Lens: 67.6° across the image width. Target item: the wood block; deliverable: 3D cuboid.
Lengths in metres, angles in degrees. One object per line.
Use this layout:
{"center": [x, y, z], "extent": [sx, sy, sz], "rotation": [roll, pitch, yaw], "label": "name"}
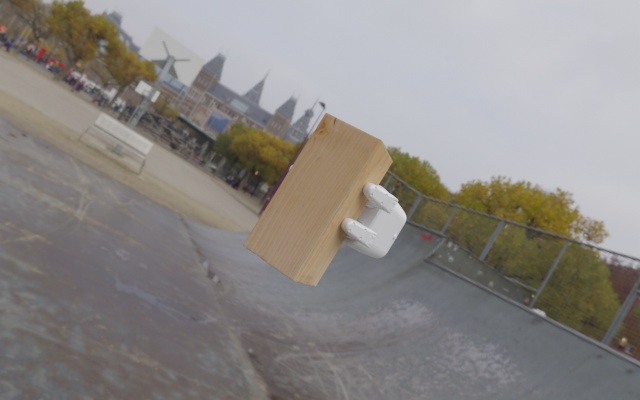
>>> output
{"center": [0.000, 0.002, 0.646], "extent": [0.091, 0.206, 0.090], "rotation": [31, -3, 23], "label": "wood block"}
